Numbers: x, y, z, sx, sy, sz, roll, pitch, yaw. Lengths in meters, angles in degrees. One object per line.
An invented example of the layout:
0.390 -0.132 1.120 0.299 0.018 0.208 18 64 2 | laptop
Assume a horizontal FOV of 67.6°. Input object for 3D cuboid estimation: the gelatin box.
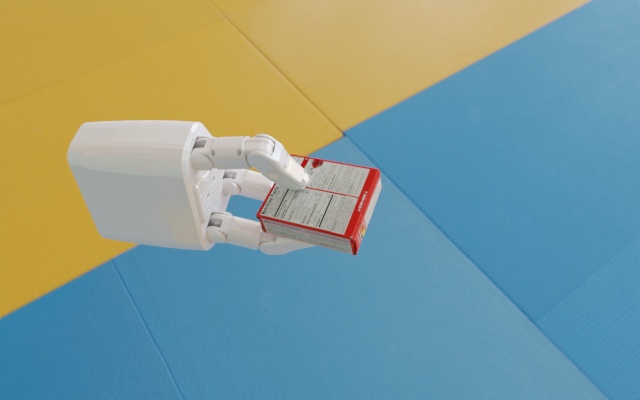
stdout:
0.000 0.001 0.412 0.089 0.073 0.030 11 -34 21 | gelatin box
